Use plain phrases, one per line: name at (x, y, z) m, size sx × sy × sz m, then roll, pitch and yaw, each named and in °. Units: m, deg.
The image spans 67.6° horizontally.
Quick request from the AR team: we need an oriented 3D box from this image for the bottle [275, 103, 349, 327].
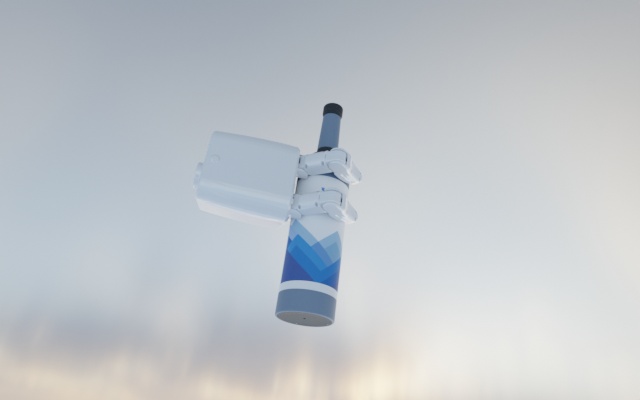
bottle at (0.000, 0.002, 0.594) m, size 0.069 × 0.295 × 0.069 m, roll 6°, pitch -28°, yaw 3°
